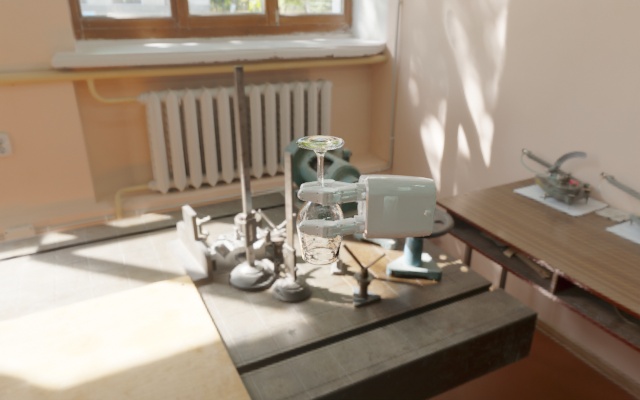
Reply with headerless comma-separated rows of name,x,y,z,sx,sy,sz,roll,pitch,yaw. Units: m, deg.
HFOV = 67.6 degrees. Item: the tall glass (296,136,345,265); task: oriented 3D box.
tall glass,0.000,0.002,0.767,0.079,0.201,0.079,0,23,0
